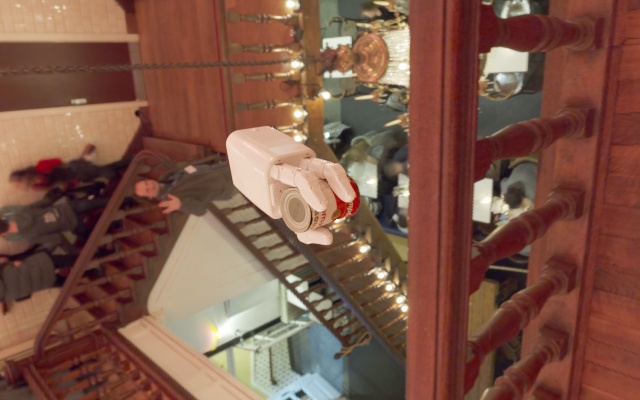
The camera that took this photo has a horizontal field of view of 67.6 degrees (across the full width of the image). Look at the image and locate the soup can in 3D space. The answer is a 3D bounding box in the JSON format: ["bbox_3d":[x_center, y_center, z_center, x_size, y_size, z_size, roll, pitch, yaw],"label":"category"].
[{"bbox_3d":[0.000,0.003,0.693,0.102,0.068,0.068,-17,12,-42],"label":"soup can"}]
